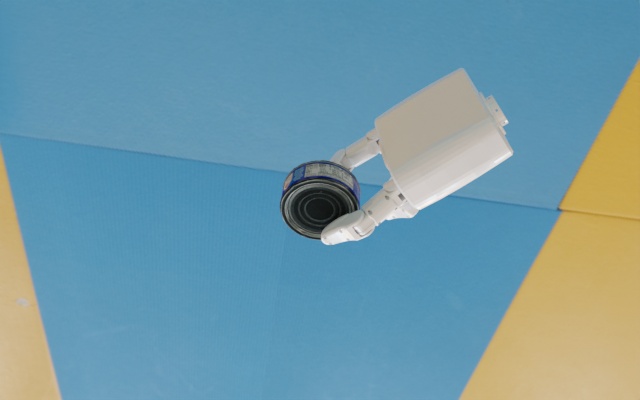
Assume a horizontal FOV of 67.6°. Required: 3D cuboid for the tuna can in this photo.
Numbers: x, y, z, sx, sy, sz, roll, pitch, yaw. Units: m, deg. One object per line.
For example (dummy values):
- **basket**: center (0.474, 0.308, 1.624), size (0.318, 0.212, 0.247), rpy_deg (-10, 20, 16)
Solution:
- **tuna can**: center (0.000, 0.002, 0.510), size (0.086, 0.086, 0.033), rpy_deg (0, 38, 5)
